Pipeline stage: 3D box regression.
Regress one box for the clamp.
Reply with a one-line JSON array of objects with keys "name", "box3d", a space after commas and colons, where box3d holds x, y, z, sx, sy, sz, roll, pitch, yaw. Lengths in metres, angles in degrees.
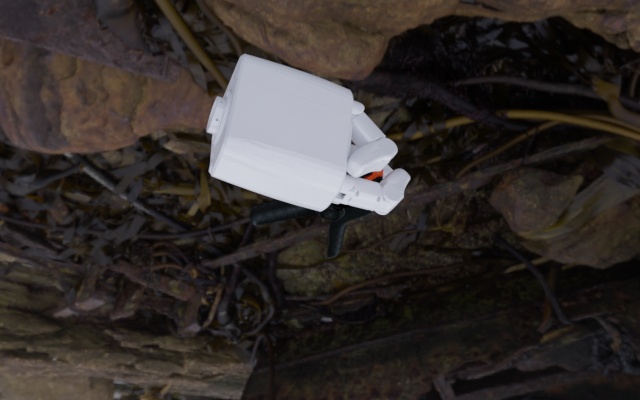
[{"name": "clamp", "box3d": [0.000, 0.002, 0.515, 0.120, 0.039, 0.171, 16, -42, -20]}]
